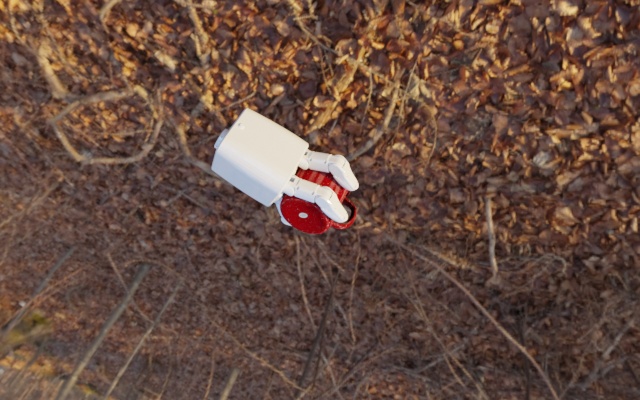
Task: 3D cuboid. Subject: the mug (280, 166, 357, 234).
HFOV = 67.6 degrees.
[{"bbox_3d":[0.001,0.003,0.722,0.117,0.081,0.093,32,-37,-6],"label":"mug"}]
